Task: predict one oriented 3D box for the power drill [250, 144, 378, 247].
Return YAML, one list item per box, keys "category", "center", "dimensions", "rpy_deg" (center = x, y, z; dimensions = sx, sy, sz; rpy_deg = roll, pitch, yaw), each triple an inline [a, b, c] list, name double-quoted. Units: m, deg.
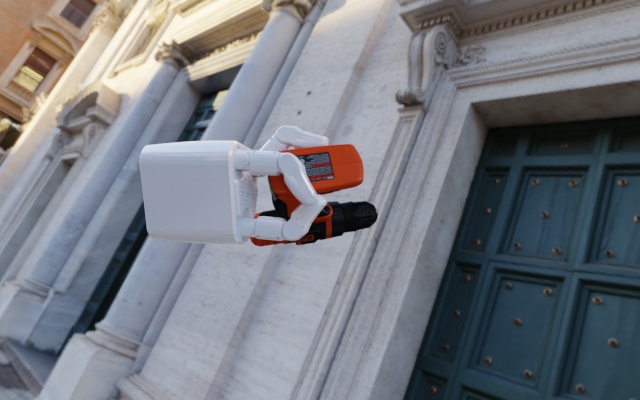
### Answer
- category: "power drill"
  center: [0.000, 0.002, 0.604]
  dimensions: [0.184, 0.057, 0.188]
  rpy_deg: [-9, -25, -12]
